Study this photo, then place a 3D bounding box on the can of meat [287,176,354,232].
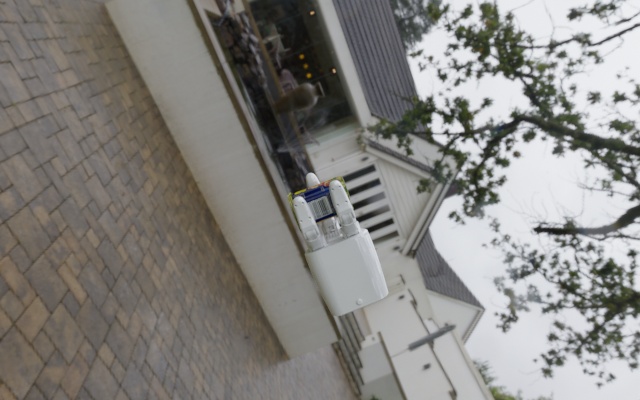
[{"bbox_3d":[0.000,0.002,0.713,0.084,0.057,0.102,-21,4,0],"label":"can of meat"}]
